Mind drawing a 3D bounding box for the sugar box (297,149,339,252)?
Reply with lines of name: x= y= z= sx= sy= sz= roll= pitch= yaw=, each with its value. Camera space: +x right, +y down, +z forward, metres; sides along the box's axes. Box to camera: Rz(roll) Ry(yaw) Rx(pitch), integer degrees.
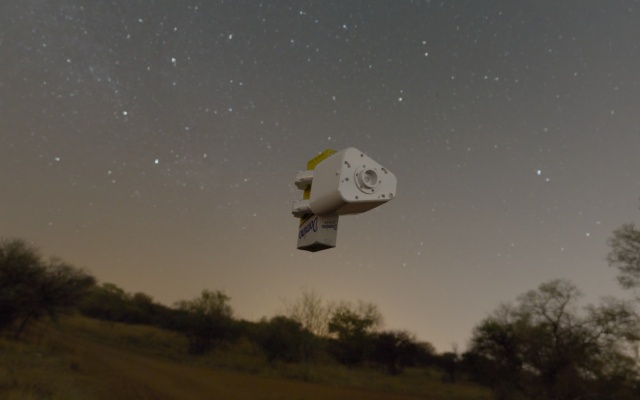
sugar box: x=0.000 y=0.003 z=0.885 sx=0.048 sy=0.176 sz=0.093 roll=16 pitch=-19 yaw=-22
